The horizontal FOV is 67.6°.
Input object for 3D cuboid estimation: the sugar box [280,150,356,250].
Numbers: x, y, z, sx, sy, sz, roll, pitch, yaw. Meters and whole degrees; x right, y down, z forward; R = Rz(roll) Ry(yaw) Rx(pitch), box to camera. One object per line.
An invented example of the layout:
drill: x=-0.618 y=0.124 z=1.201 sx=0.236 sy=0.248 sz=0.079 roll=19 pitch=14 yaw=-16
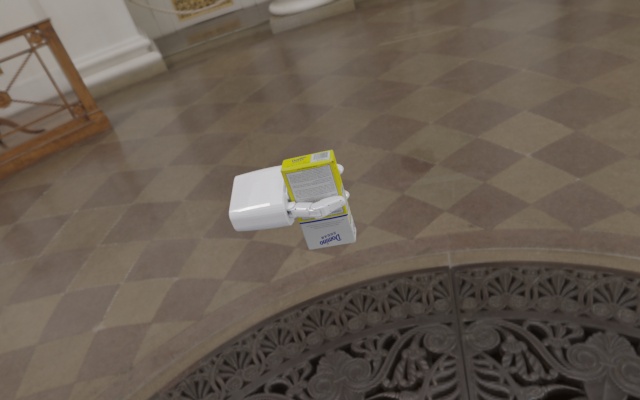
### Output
sugar box: x=0.000 y=0.002 z=0.855 sx=0.093 sy=0.176 sz=0.048 roll=-10 pitch=34 yaw=12
